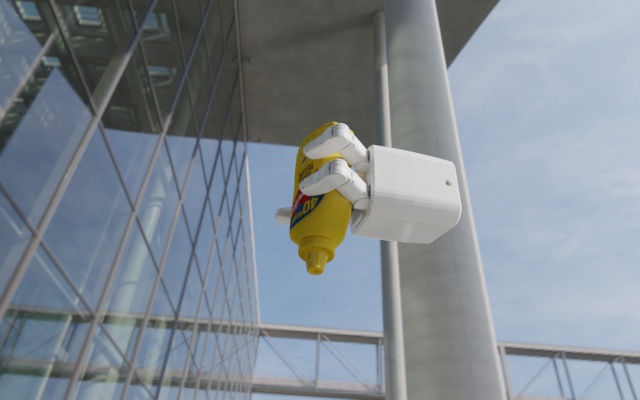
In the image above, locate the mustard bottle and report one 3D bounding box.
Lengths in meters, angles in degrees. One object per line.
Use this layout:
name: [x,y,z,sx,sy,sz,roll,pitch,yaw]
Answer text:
mustard bottle: [0.000,0.002,0.571,0.058,0.191,0.096,26,-43,-26]
